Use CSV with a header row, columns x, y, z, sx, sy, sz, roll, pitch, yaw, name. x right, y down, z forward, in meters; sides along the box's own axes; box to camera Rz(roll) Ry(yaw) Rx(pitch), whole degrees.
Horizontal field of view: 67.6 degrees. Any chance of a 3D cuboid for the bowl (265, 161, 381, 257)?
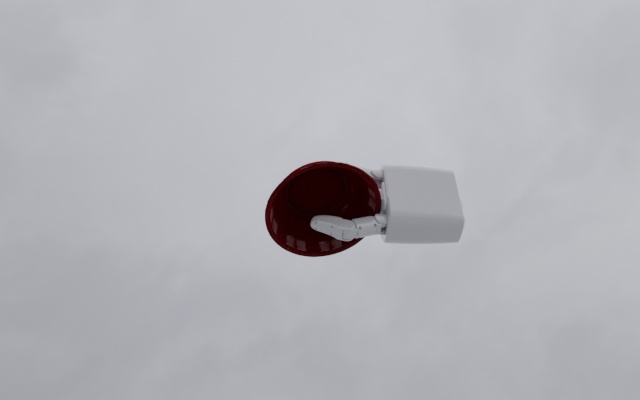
x,y,z,sx,sy,sz,roll,pitch,yaw,name
-0.001,0.002,0.666,0.162,0.162,0.055,0,36,-14,bowl
